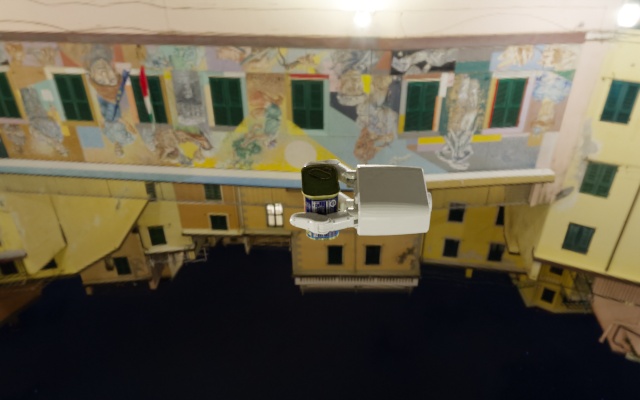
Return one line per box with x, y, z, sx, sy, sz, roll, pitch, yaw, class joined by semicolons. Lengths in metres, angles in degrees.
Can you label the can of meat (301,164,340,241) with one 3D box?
0.000;0.003;0.756;0.057;0.084;0.102;-3;32;-2;can of meat
